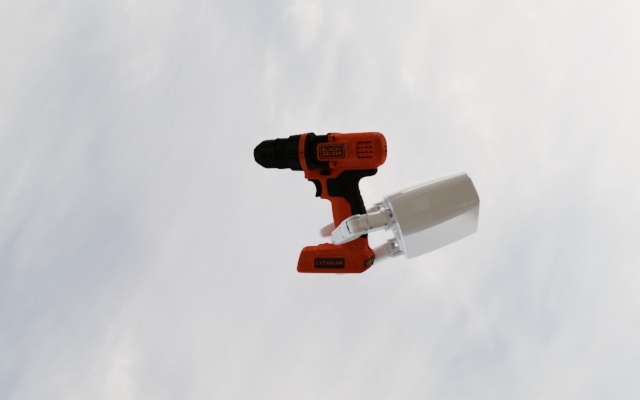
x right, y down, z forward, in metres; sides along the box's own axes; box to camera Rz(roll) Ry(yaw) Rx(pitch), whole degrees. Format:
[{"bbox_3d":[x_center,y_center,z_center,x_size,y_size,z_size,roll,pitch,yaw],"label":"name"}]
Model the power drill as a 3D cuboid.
[{"bbox_3d":[0.000,0.003,0.642,0.184,0.188,0.057,-1,8,19],"label":"power drill"}]
